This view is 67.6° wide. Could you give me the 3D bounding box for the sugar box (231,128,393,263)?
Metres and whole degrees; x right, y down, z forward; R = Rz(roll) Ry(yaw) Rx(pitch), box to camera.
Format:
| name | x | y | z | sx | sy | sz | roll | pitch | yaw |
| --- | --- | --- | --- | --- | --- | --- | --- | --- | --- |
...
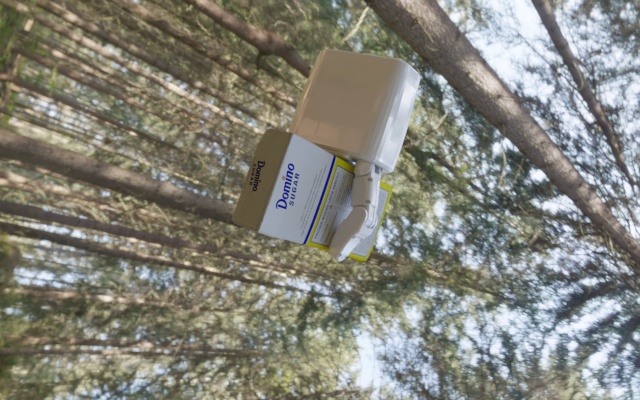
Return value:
| name | x | y | z | sx | sy | sz | roll | pitch | yaw |
| --- | --- | --- | --- | --- | --- | --- | --- | --- | --- |
| sugar box | 0.000 | 0.001 | 0.483 | 0.048 | 0.093 | 0.176 | 17 | -4 | 43 |
